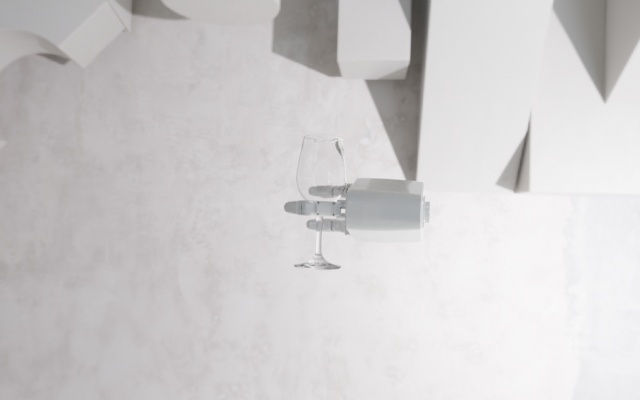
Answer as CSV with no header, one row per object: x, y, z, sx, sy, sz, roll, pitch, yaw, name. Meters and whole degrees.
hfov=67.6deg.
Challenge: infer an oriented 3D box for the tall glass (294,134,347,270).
0.000,0.003,0.736,0.079,0.201,0.079,2,-1,0,tall glass
